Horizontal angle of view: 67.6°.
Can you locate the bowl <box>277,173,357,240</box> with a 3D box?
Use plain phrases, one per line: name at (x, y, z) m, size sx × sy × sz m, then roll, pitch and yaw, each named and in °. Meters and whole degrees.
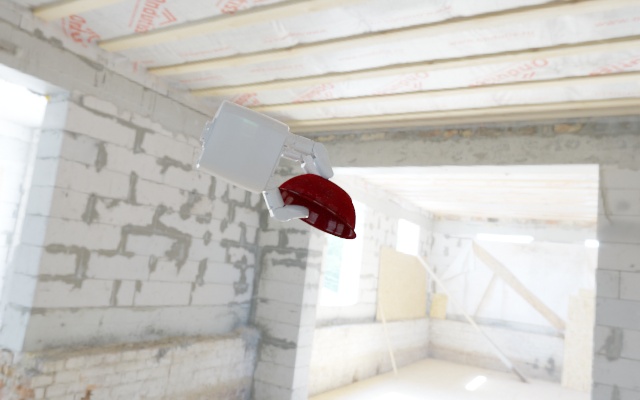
bowl at (0.001, 0.003, 0.792) m, size 0.162 × 0.055 × 0.162 m, roll 28°, pitch -15°, yaw 8°
